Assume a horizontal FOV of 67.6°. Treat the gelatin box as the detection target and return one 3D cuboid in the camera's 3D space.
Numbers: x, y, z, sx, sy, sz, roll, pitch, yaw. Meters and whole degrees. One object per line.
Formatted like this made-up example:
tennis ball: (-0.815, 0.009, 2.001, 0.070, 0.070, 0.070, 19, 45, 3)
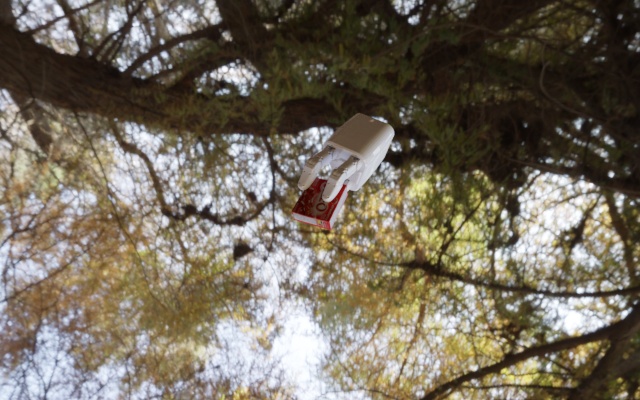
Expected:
gelatin box: (0.000, 0.003, 0.856, 0.073, 0.089, 0.030, 15, -33, 19)
